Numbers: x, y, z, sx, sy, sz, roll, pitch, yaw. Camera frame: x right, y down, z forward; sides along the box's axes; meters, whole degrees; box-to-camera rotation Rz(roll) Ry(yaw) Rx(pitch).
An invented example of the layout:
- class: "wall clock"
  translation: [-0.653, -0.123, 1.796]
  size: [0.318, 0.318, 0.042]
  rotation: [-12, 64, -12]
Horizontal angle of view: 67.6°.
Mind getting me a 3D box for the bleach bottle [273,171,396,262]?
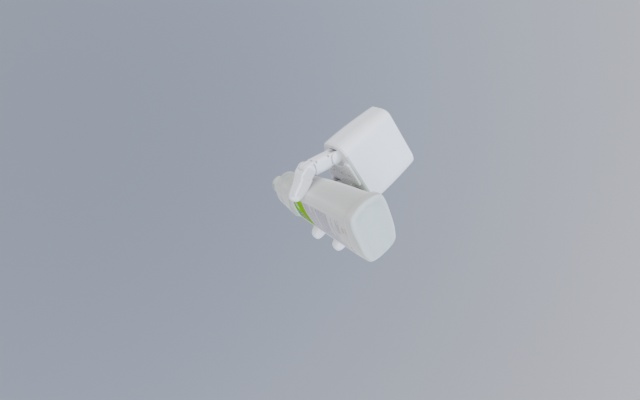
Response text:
- class: "bleach bottle"
  translation: [0.000, 0.003, 0.734]
  size: [0.068, 0.103, 0.250]
  rotation: [-40, 38, -20]
